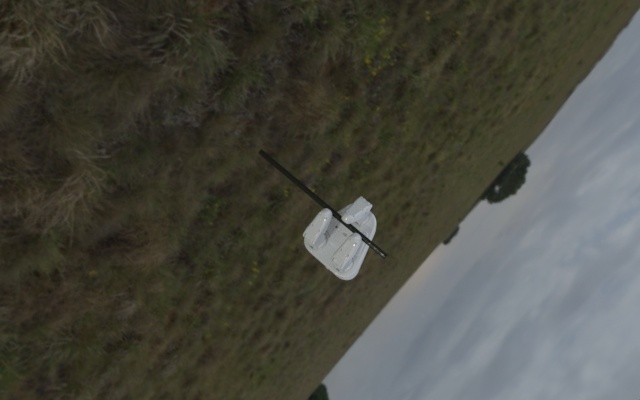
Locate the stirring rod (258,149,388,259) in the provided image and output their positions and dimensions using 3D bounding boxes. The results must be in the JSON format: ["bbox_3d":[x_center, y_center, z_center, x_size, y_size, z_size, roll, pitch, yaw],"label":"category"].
[{"bbox_3d":[0.000,0.002,0.682,0.239,0.011,0.011,40,11,14],"label":"stirring rod"}]
